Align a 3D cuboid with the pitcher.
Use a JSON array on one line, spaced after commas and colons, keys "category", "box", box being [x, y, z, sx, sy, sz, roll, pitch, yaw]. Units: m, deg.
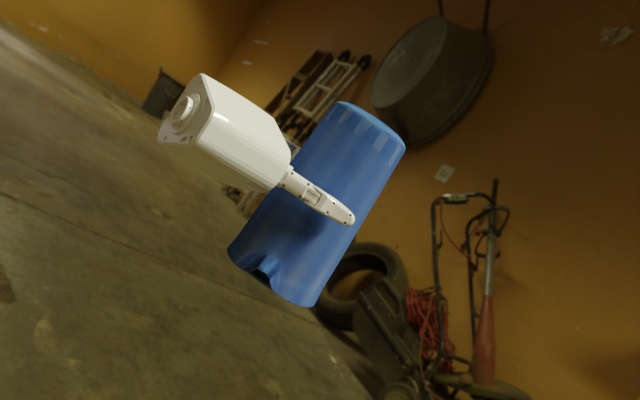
[{"category": "pitcher", "box": [0.000, 0.002, 0.618, 0.145, 0.243, 0.149, 31, 5, -37]}]
